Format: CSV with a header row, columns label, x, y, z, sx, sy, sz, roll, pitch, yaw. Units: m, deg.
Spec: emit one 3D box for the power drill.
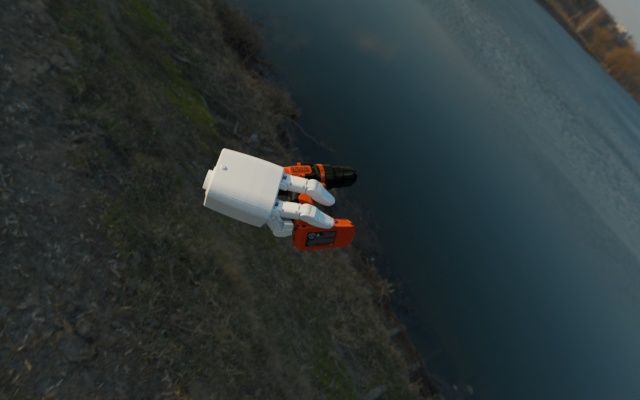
label,x,y,z,sx,sy,sz,roll,pitch,yaw
power drill,0.000,0.003,0.866,0.184,0.057,0.187,-5,42,-15
